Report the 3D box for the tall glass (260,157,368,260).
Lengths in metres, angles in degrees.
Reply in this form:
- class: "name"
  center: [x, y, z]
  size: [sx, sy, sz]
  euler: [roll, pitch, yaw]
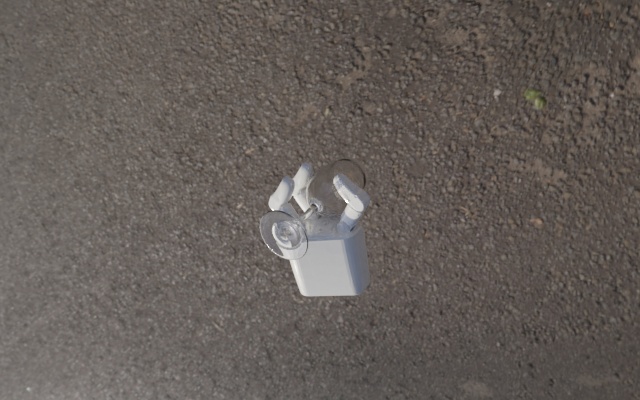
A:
- class: "tall glass"
  center: [0.000, 0.002, 0.693]
  size: [0.079, 0.079, 0.201]
  euler: [0, 26, 33]
